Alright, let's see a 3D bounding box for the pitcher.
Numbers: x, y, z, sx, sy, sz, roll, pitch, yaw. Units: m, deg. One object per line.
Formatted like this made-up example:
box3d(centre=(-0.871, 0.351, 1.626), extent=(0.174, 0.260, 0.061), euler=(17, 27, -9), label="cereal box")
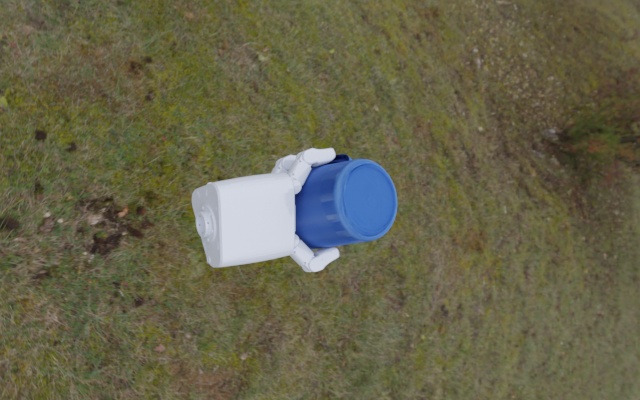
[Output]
box3d(centre=(0.000, 0.002, 0.713), extent=(0.145, 0.149, 0.243), euler=(-7, -2, -35), label="pitcher")
